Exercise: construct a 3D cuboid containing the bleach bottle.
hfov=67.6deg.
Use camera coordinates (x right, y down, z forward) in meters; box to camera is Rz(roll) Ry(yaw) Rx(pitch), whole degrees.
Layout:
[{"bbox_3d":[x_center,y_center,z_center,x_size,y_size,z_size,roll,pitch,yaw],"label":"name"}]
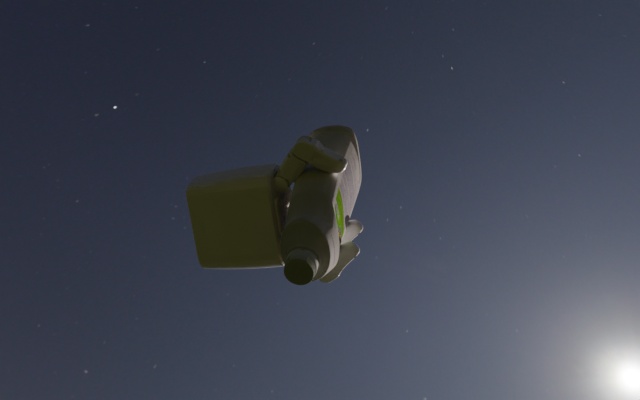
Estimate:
[{"bbox_3d":[0.000,0.002,0.539,0.068,0.103,0.250,-5,25,14],"label":"bleach bottle"}]
